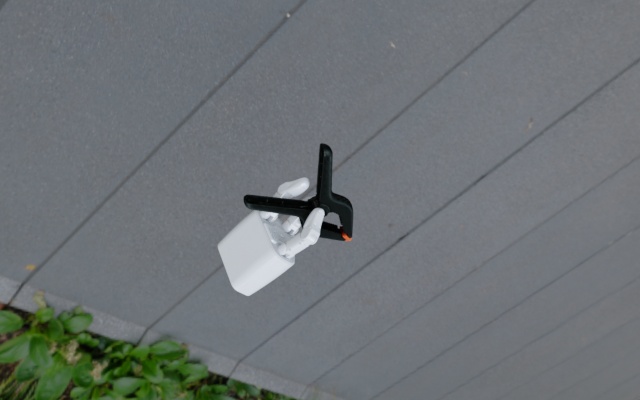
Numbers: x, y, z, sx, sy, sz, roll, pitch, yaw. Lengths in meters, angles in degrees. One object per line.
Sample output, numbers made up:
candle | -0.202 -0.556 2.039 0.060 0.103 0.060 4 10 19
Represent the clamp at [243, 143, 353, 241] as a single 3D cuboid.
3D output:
clamp | 0.000 0.004 0.797 0.164 0.036 0.210 -38 -49 19
